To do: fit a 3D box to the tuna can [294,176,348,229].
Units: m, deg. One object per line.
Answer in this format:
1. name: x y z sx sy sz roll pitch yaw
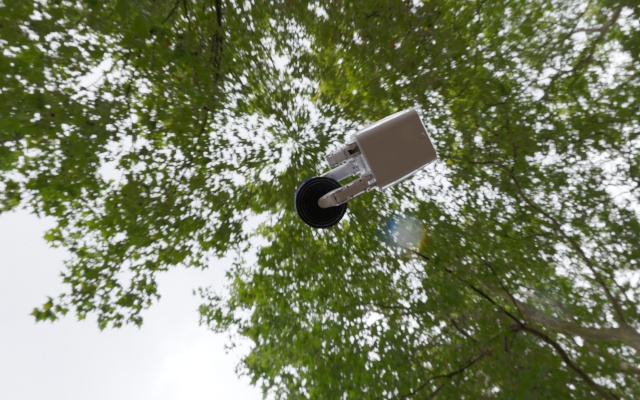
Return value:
1. tuna can: 0.000 0.003 0.786 0.086 0.086 0.034 0 5 -8
